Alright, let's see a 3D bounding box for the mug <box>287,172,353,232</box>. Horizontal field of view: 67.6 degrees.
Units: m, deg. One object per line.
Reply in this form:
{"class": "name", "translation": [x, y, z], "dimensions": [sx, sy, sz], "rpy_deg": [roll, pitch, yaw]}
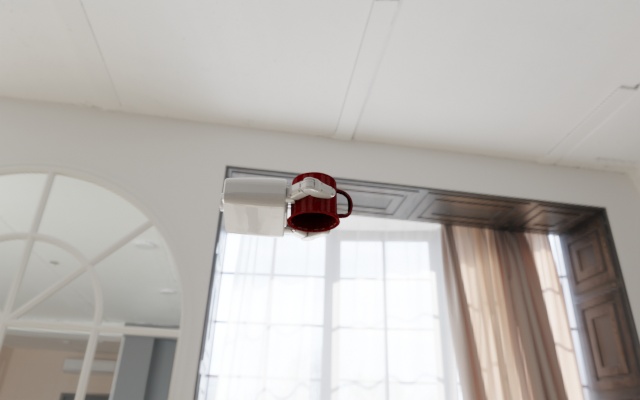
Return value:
{"class": "mug", "translation": [0.002, 0.003, 0.850], "dimensions": [0.117, 0.081, 0.093], "rpy_deg": [3, -26, -5]}
